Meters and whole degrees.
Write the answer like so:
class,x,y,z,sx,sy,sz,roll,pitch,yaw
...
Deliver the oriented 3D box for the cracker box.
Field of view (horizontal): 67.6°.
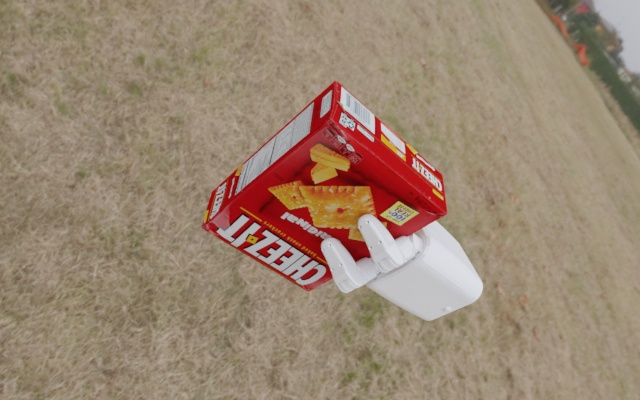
class,x,y,z,sx,sy,sz,roll,pitch,yaw
cracker box,0.000,0.001,0.519,0.164,0.072,0.214,36,-52,-25
